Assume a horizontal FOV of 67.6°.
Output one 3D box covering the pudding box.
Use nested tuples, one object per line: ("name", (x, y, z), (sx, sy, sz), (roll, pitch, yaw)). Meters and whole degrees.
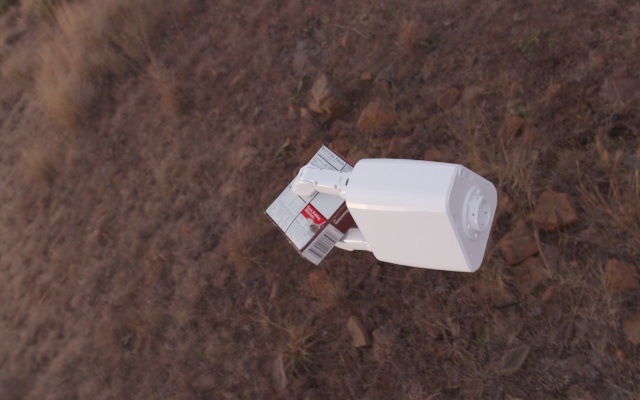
("pudding box", (0.000, 0.002, 0.544), (0.039, 0.113, 0.090), (41, 1, -45))
